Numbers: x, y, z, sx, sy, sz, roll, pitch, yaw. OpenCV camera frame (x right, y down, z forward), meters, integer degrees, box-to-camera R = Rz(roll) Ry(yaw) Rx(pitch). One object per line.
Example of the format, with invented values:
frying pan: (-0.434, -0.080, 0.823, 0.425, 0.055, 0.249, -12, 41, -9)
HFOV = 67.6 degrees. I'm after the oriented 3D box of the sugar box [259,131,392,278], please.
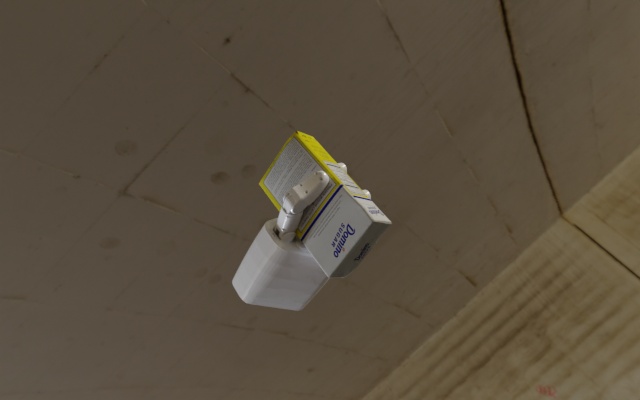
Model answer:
sugar box: (0.000, 0.002, 0.596, 0.048, 0.093, 0.176, 8, 35, -51)
